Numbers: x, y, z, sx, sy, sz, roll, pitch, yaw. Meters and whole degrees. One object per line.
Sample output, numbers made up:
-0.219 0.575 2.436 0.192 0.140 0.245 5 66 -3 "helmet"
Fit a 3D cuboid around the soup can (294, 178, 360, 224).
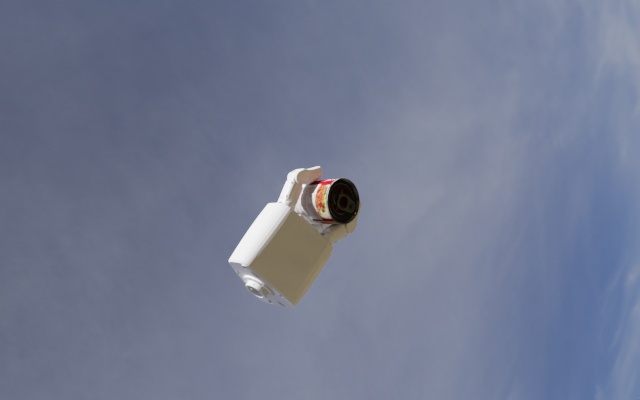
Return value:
0.000 0.002 0.732 0.068 0.068 0.102 0 -2 -42 "soup can"
